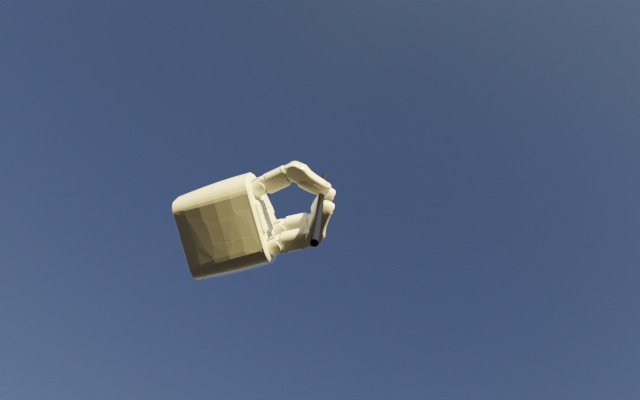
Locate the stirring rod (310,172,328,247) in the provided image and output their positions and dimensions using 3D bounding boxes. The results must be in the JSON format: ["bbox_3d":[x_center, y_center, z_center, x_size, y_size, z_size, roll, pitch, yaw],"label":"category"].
[{"bbox_3d":[0.000,0.002,0.572,0.011,0.011,0.239,0,19,3],"label":"stirring rod"}]
